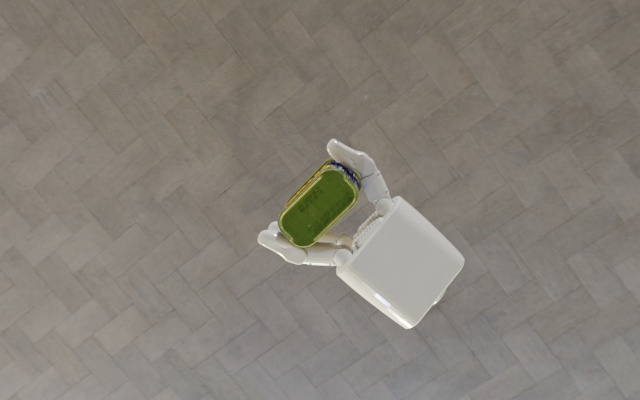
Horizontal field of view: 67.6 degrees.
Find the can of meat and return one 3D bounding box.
[{"bbox_3d":[0.000,0.002,0.557,0.102,0.057,0.084,-45,5,11],"label":"can of meat"}]
